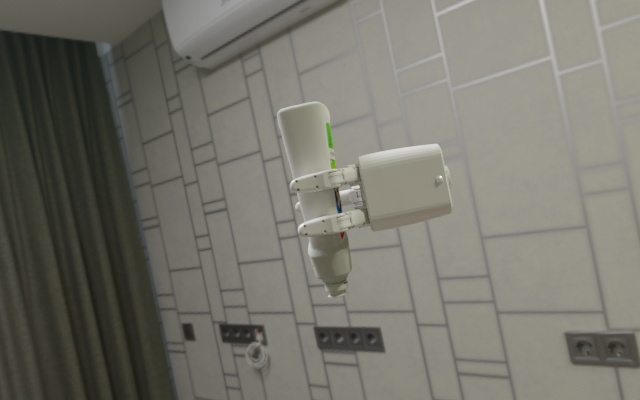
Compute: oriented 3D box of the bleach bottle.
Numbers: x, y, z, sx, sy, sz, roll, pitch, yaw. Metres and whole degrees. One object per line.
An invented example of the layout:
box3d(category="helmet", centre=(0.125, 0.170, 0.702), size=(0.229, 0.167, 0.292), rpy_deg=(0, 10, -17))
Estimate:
box3d(category="bleach bottle", centre=(0.000, 0.002, 0.640), size=(0.068, 0.251, 0.102), rpy_deg=(-11, 1, 6))
